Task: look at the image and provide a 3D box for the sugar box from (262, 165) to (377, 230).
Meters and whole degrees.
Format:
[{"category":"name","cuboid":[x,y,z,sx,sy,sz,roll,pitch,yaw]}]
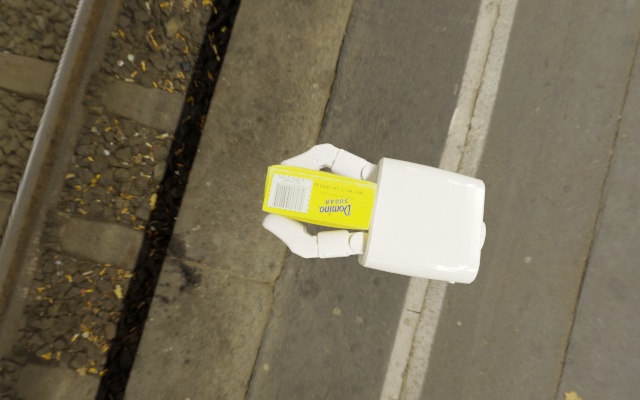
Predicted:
[{"category":"sugar box","cuboid":[0.000,0.002,0.479,0.093,0.048,0.176,11,-5,2]}]
